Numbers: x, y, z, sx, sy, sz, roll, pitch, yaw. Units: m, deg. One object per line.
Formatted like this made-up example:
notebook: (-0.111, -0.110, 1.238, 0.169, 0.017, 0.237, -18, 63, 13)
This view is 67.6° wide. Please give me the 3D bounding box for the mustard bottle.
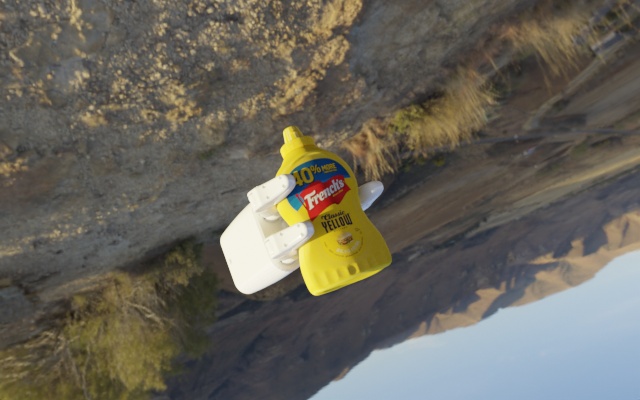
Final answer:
mustard bottle: (0.000, 0.002, 0.539, 0.096, 0.191, 0.058, -18, -15, -17)
